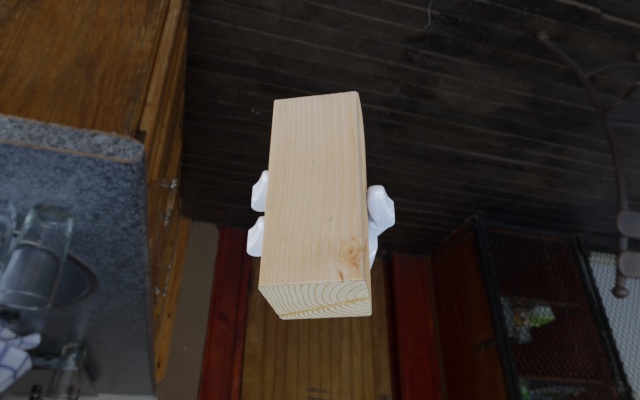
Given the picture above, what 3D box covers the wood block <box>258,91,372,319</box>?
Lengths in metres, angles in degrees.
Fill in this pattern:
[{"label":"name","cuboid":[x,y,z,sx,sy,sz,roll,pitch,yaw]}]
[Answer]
[{"label":"wood block","cuboid":[0.000,0.002,0.472,0.091,0.206,0.090,-4,-32,8]}]
